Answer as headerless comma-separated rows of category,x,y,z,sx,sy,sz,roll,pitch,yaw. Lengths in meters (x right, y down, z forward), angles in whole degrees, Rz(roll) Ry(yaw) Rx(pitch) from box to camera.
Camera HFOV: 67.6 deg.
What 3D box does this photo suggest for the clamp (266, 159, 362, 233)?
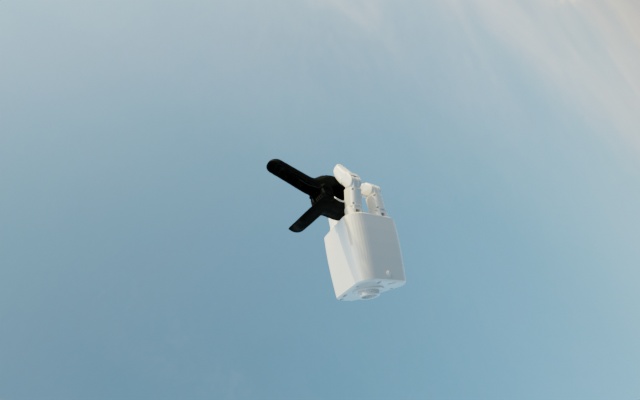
clamp,0.000,0.003,0.726,0.171,0.120,0.039,11,-33,-36
